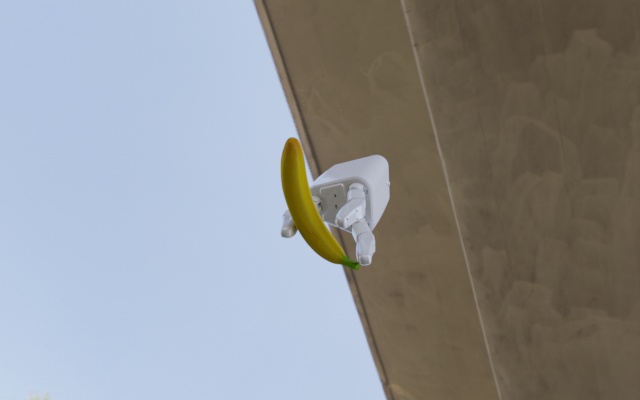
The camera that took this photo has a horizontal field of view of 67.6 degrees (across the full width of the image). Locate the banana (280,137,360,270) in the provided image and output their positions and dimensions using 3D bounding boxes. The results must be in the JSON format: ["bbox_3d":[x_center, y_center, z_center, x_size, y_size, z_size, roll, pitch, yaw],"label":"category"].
[{"bbox_3d":[-0.013,0.010,0.649,0.069,0.198,0.037,-20,14,33],"label":"banana"}]
